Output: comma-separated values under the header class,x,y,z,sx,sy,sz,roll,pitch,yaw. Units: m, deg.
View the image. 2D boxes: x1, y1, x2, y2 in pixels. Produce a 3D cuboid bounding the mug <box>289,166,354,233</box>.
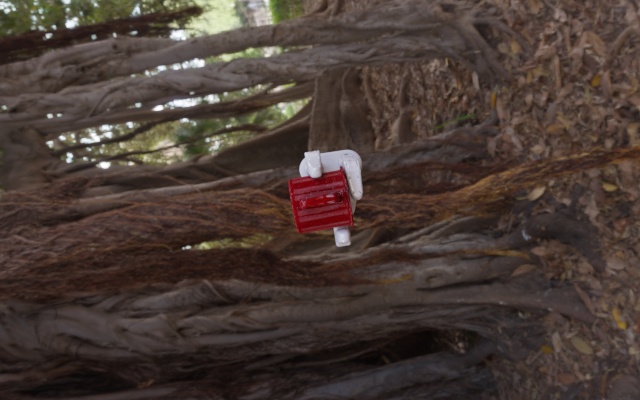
class,x,y,z,sx,sy,sz,roll,pitch,yaw
mug,0.000,0.002,0.684,0.081,0.093,0.117,-11,1,0
